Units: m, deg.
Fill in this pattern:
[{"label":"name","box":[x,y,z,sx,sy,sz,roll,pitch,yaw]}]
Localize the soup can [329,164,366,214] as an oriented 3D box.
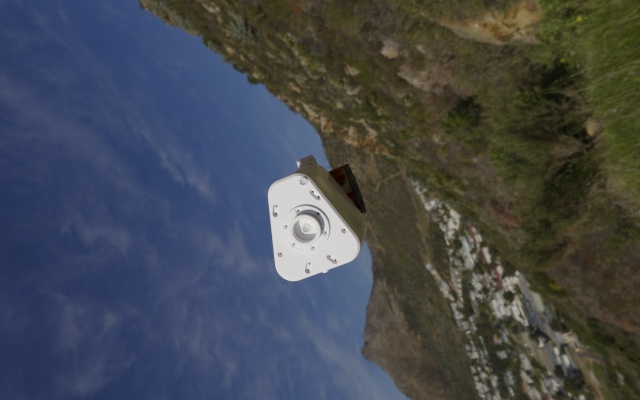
[{"label":"soup can","box":[0.000,0.002,0.624,0.102,0.068,0.068,-21,-4,10]}]
